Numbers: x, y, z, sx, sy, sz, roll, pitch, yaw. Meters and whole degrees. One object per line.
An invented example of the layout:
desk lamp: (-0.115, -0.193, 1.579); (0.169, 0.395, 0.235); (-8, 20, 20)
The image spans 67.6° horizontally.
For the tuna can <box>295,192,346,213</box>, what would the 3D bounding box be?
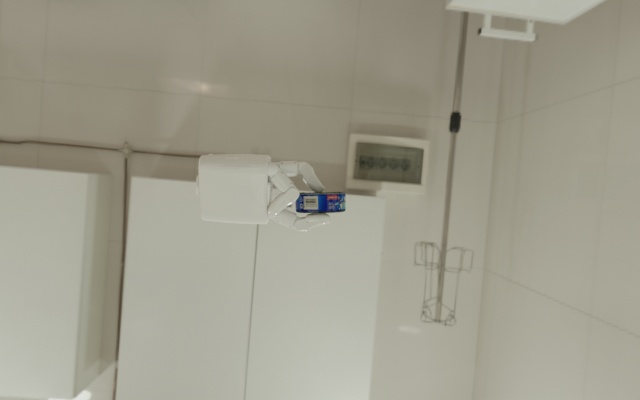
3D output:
tuna can: (0.000, 0.003, 0.803); (0.086, 0.034, 0.086); (-1, 2, 0)
